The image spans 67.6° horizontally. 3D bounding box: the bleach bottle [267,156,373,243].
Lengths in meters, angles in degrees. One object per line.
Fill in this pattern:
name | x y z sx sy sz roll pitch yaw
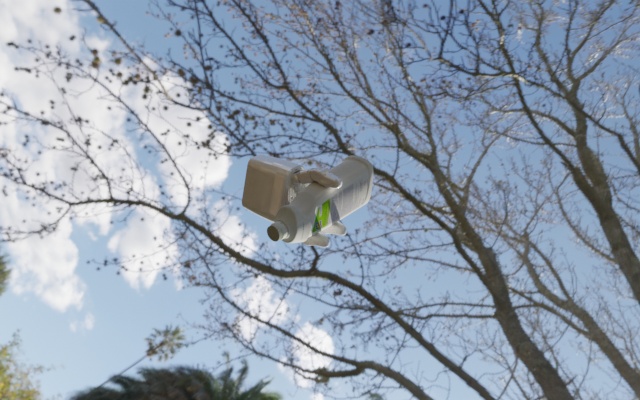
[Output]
bleach bottle | 0.000 0.003 0.859 0.068 0.103 0.250 21 33 32
